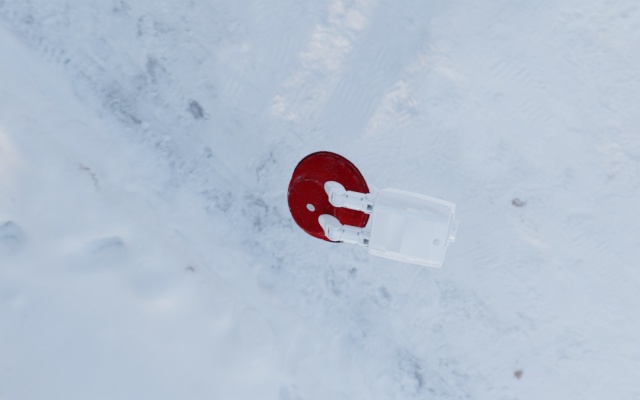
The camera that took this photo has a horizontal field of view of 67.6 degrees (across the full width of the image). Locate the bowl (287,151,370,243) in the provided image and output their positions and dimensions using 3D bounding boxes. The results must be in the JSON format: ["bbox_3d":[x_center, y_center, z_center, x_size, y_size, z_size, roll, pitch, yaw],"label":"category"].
[{"bbox_3d":[-0.001,0.003,0.785,0.162,0.162,0.055,0,16,35],"label":"bowl"}]
